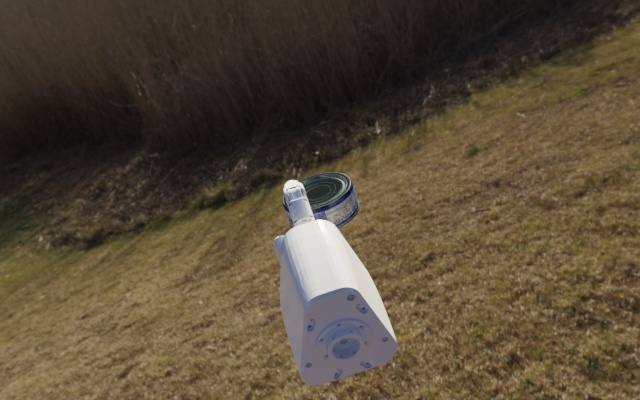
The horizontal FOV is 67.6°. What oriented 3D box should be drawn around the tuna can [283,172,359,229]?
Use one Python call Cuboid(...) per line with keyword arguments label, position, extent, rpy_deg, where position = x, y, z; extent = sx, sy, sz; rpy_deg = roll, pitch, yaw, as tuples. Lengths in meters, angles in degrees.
Cuboid(label="tuna can", position=(0.000, 0.001, 0.558), extent=(0.086, 0.034, 0.086), rpy_deg=(-14, 29, 8))
